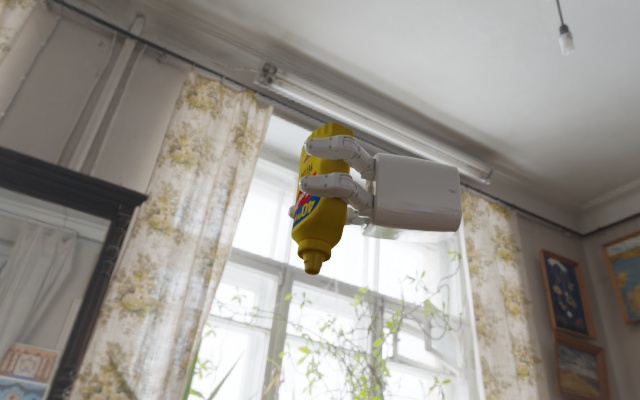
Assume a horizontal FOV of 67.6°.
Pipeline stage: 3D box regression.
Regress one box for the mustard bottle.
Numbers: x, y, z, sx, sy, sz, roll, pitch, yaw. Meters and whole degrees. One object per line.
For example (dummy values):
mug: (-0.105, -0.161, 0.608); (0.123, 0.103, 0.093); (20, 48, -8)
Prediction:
mustard bottle: (0.000, 0.002, 0.596); (0.058, 0.191, 0.096); (21, -35, -23)
